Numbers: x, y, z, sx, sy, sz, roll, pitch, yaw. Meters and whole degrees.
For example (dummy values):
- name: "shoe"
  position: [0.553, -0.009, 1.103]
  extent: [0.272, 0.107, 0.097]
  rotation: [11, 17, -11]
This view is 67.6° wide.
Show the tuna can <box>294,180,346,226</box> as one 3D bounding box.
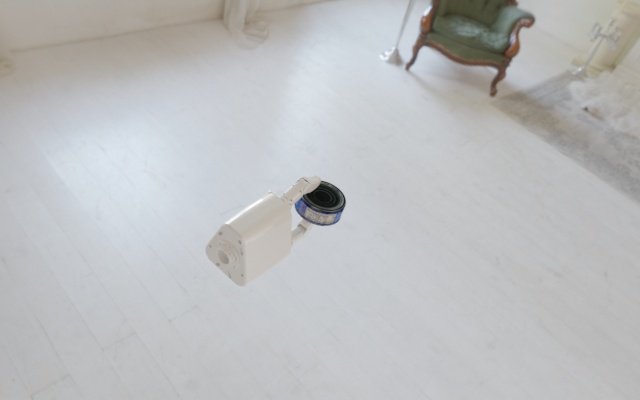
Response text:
- name: "tuna can"
  position: [0.000, 0.002, 0.822]
  extent: [0.086, 0.034, 0.086]
  rotation: [13, 38, -10]
